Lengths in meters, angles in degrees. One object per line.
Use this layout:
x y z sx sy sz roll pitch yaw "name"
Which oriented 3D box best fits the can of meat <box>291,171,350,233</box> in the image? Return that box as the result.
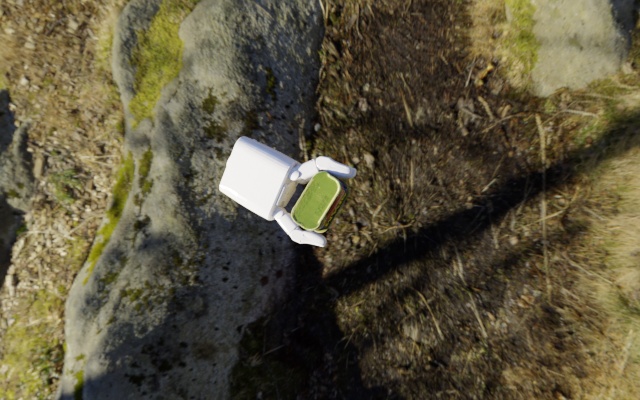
0.000 0.003 0.798 0.057 0.102 0.084 32 3 11 "can of meat"
